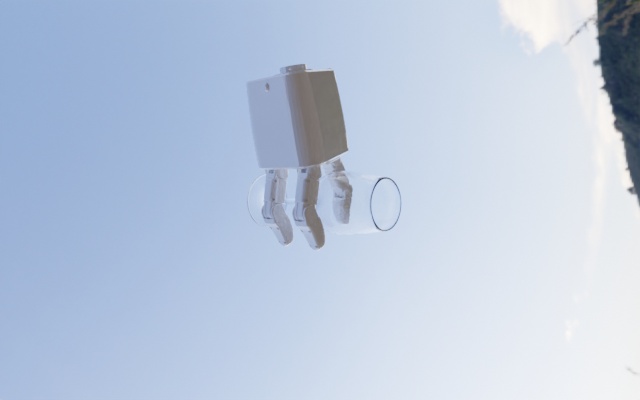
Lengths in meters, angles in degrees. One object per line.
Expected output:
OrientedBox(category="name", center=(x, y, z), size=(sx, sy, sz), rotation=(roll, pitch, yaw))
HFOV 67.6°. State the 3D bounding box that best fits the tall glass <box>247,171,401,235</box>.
OrientedBox(category="tall glass", center=(0.000, 0.002, 0.602), size=(0.201, 0.079, 0.079), rotation=(2, 1, 42))
